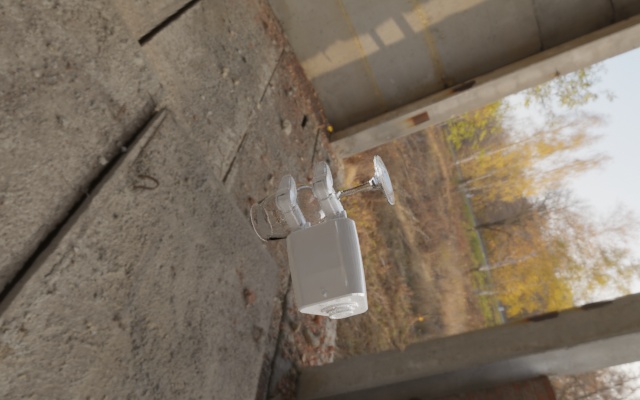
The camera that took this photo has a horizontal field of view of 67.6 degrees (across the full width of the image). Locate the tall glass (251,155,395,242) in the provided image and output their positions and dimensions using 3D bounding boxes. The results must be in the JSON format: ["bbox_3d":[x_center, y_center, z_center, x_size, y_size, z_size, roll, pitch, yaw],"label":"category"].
[{"bbox_3d":[0.001,0.002,0.692,0.201,0.079,0.079,-19,-6,18],"label":"tall glass"}]
